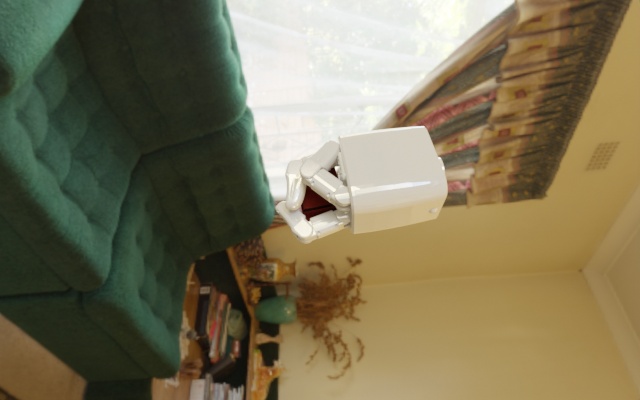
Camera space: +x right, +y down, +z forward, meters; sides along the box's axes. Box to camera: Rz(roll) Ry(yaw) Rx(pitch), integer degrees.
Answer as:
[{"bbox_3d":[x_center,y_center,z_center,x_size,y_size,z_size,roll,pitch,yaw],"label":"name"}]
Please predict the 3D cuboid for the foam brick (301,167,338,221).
[{"bbox_3d":[0.000,0.002,0.605,0.051,0.053,0.078,-12,-24,-2],"label":"foam brick"}]
